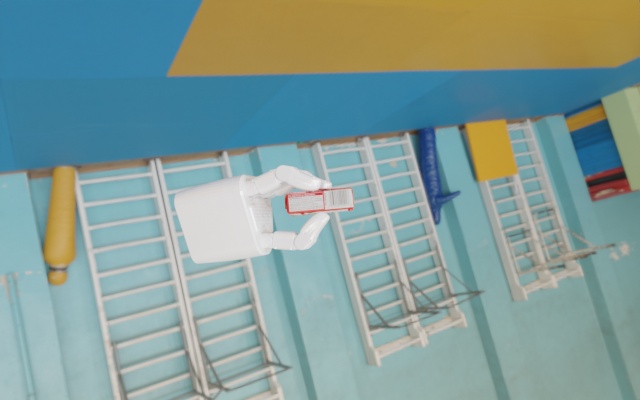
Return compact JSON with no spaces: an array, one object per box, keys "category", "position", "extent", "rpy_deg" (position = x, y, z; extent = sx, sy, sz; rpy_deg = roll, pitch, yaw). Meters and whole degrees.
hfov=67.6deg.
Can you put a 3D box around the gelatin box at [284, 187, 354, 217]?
[{"category":"gelatin box","position":[0.000,0.003,0.644],"extent":[0.089,0.030,0.073],"rpy_deg":[-5,-4,3]}]
